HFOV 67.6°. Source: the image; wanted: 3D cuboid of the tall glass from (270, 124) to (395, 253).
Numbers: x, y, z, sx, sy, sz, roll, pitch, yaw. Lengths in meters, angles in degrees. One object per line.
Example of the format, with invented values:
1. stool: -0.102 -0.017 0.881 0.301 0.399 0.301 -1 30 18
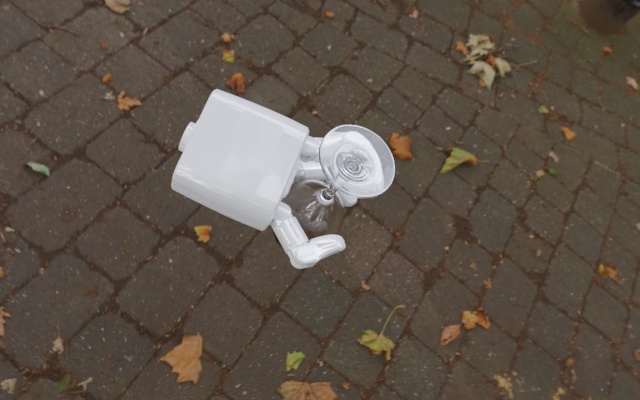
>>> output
1. tall glass: 0.000 0.002 0.513 0.079 0.079 0.201 0 -23 -21
